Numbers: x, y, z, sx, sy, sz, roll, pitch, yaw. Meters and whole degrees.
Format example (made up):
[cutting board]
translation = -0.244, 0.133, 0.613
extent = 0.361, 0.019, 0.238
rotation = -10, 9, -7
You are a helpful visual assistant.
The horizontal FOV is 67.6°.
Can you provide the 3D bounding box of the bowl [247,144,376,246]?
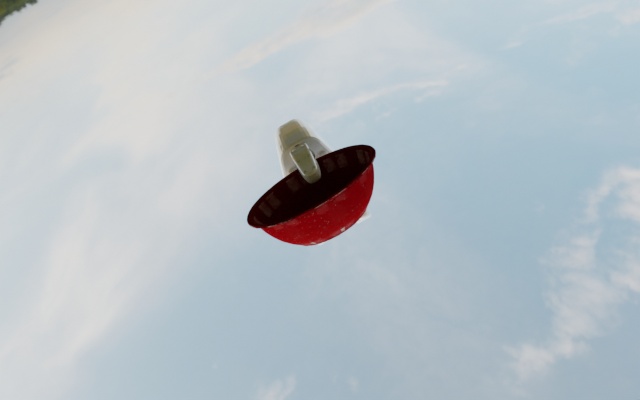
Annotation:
[bowl]
translation = 0.000, 0.003, 0.535
extent = 0.162, 0.055, 0.162
rotation = -27, 19, 10
